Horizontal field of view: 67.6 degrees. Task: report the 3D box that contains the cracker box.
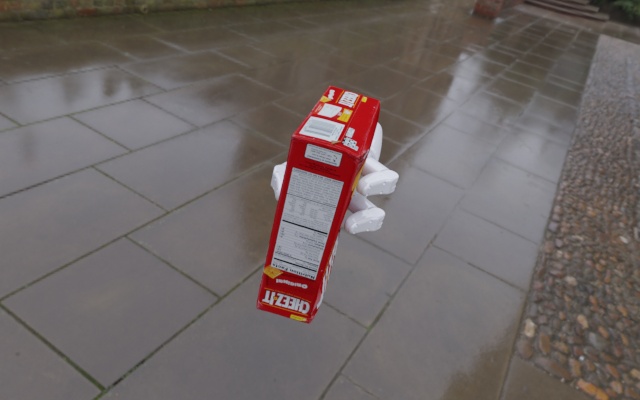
[{"bbox_3d":[0.000,0.002,0.532,0.072,0.214,0.164,17,31,4],"label":"cracker box"}]
